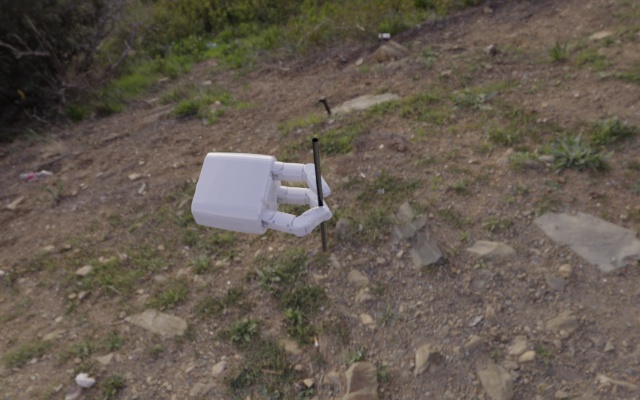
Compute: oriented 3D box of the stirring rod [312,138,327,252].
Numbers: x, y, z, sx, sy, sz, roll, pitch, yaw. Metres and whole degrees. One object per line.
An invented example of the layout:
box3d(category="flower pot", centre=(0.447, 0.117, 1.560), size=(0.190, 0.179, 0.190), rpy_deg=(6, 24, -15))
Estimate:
box3d(category="stirring rod", centre=(0.000, 0.002, 0.688), size=(0.011, 0.011, 0.240), rpy_deg=(0, -40, 4))
